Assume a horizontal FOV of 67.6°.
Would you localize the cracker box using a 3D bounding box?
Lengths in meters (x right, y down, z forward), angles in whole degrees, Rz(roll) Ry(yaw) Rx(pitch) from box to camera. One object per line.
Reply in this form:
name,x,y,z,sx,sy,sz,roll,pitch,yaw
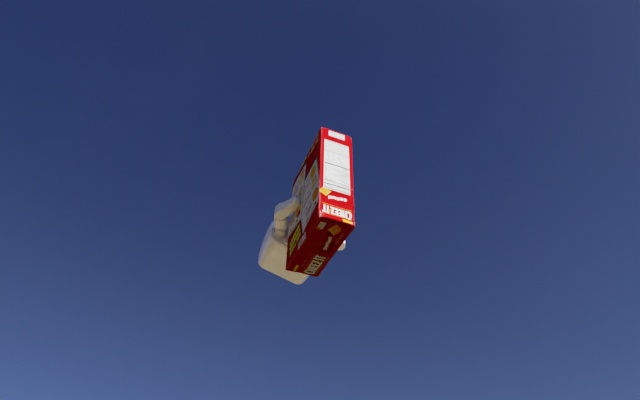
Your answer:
cracker box,0.000,0.003,0.858,0.072,0.213,0.164,15,-43,-16
